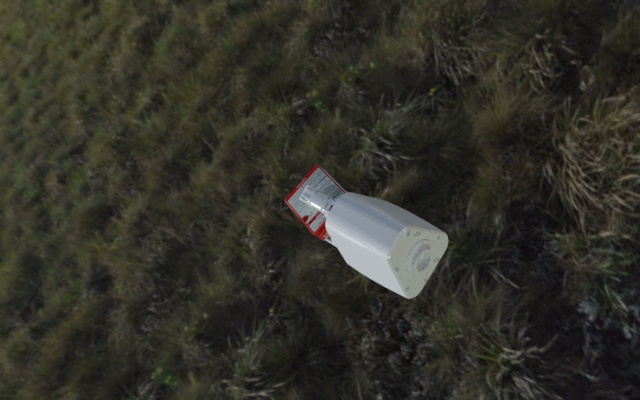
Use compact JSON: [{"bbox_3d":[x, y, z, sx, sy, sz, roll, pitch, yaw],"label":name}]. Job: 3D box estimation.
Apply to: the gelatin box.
[{"bbox_3d":[0.000,0.002,0.686,0.089,0.073,0.030,46,7,40],"label":"gelatin box"}]
